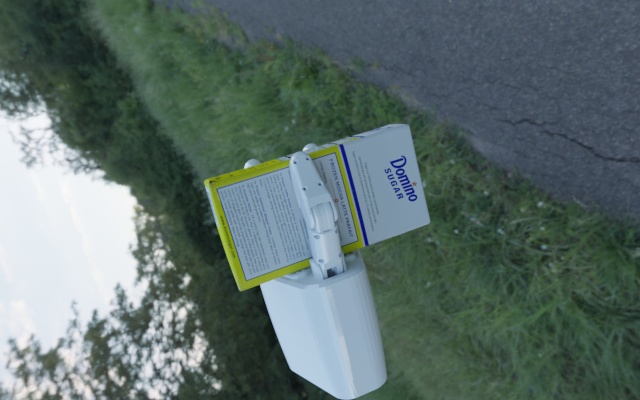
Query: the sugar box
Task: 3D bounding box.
[{"bbox_3d":[0.000,0.001,0.409,0.176,0.093,0.048,-18,13,-16],"label":"sugar box"}]
